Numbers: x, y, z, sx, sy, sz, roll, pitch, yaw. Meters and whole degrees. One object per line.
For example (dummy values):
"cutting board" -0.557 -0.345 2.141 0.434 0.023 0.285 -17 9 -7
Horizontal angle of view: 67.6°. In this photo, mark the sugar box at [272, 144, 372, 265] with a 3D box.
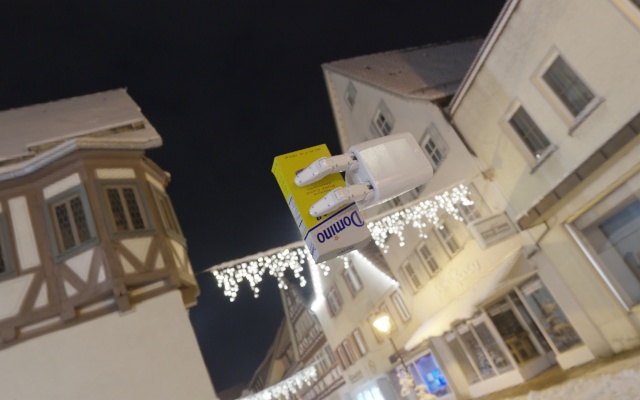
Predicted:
"sugar box" 0.000 0.002 0.743 0.093 0.176 0.048 -18 -24 -21
